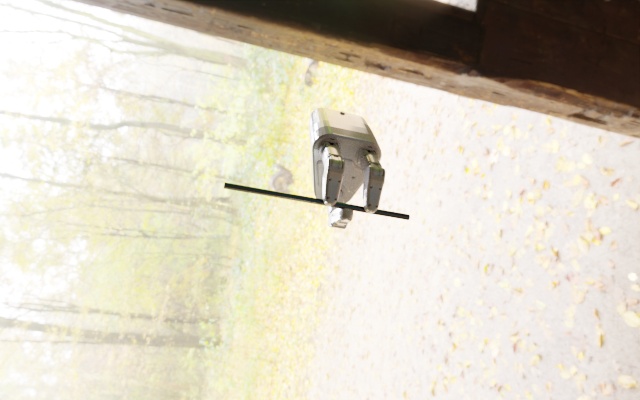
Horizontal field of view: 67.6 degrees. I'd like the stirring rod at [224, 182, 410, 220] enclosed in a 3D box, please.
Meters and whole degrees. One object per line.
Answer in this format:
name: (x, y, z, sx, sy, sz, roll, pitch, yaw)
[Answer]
stirring rod: (0.000, 0.002, 0.599, 0.239, 0.011, 0.011, 10, -2, -13)
